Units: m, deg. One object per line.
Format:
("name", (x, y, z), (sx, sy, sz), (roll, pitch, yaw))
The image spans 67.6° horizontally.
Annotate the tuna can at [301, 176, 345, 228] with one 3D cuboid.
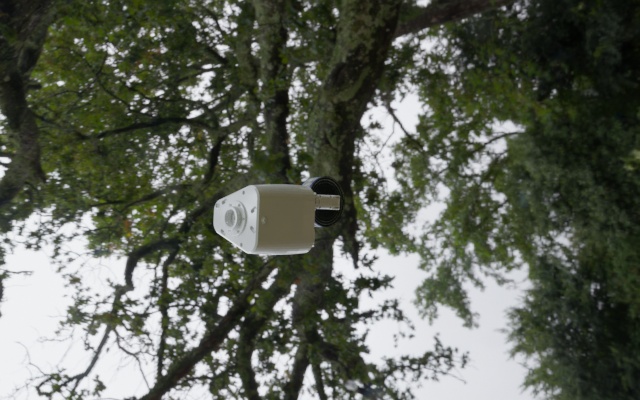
("tuna can", (0.000, 0.003, 0.804), (0.086, 0.086, 0.034), (0, -1, -43))
